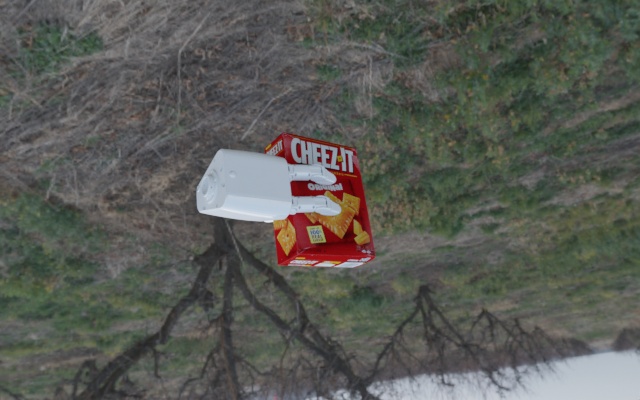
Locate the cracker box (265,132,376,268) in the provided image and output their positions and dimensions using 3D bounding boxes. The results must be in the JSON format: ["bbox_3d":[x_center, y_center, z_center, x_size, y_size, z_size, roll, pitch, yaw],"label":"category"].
[{"bbox_3d":[0.000,0.003,0.815,0.164,0.213,0.072,8,-26,-36],"label":"cracker box"}]
